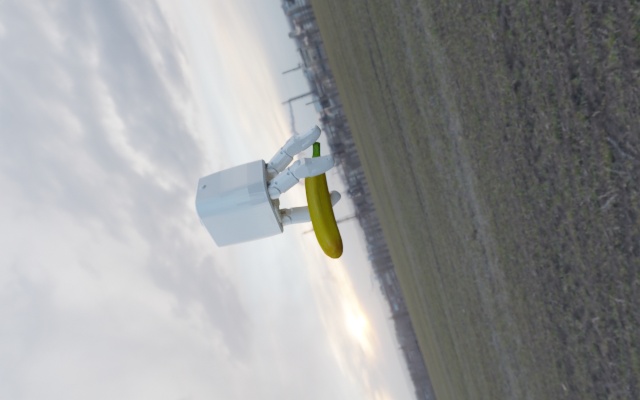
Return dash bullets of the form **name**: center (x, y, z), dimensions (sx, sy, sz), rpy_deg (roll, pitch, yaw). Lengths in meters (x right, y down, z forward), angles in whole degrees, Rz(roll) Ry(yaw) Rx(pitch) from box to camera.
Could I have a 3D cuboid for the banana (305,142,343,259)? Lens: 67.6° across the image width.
- **banana**: center (0.001, 0.010, 0.684), dimensions (0.037, 0.197, 0.070), rpy_deg (-11, -35, -2)
